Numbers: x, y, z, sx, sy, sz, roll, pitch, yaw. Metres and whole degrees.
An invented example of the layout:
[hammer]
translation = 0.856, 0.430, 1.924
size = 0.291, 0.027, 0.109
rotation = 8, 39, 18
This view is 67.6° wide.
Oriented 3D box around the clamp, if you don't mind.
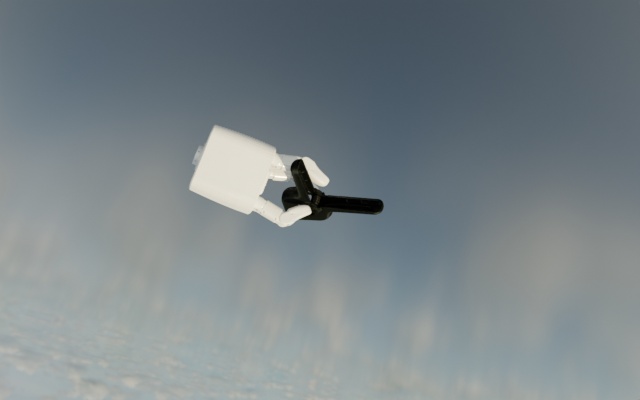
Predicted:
[clamp]
translation = -0.001, 0.003, 0.813
size = 0.164, 0.036, 0.210
rotation = 24, -22, -12
